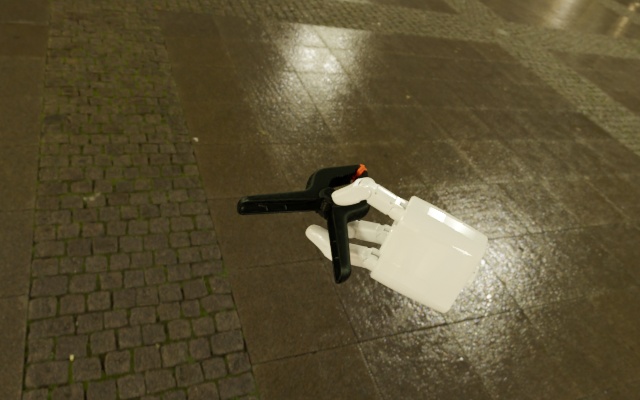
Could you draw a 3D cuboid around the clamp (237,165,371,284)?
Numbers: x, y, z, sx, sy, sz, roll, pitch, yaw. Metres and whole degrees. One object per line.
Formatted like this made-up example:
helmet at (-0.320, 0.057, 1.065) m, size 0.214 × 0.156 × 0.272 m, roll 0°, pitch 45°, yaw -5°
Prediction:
clamp at (0.001, 0.001, 0.640) m, size 0.164 × 0.036 × 0.210 m, roll 30°, pitch 41°, yaw 6°
